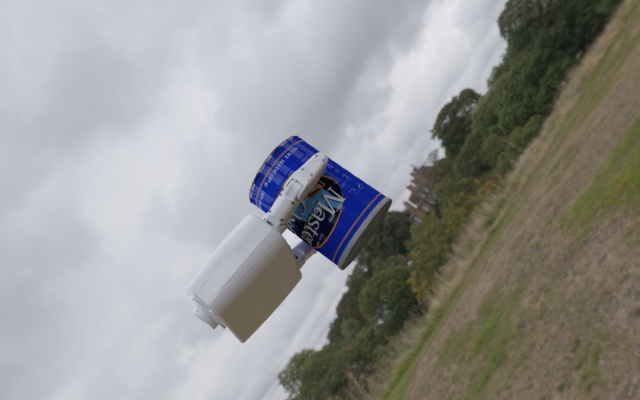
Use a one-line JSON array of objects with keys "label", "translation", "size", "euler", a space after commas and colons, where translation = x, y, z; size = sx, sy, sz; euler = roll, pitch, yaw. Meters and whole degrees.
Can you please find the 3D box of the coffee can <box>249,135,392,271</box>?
[{"label": "coffee can", "translation": [0.000, 0.002, 0.578], "size": [0.140, 0.103, 0.103], "euler": [35, 9, 13]}]
